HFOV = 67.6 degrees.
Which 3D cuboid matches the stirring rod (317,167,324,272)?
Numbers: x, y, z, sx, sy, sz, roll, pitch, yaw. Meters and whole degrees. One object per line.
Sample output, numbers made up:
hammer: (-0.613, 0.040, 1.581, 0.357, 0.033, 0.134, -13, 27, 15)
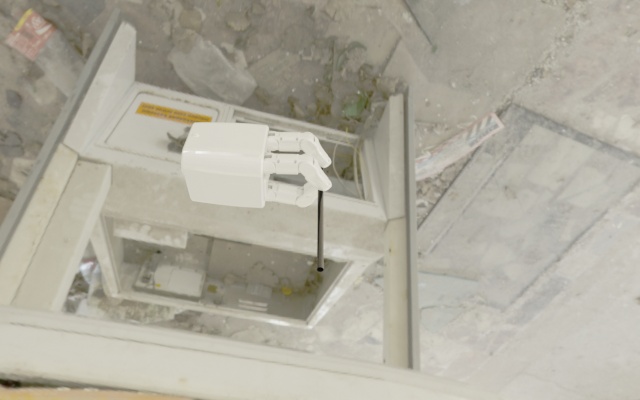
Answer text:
stirring rod: (0.000, 0.002, 0.638, 0.011, 0.011, 0.239, 0, 40, 0)
